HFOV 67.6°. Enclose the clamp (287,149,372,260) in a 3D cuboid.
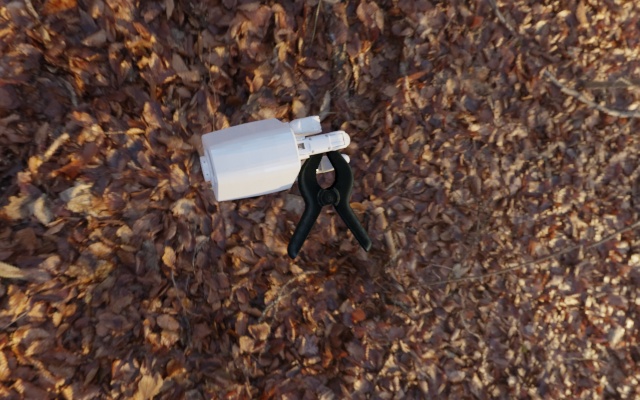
[{"bbox_3d":[0.000,0.002,0.662,0.120,0.171,0.039,-14,6,-16],"label":"clamp"}]
